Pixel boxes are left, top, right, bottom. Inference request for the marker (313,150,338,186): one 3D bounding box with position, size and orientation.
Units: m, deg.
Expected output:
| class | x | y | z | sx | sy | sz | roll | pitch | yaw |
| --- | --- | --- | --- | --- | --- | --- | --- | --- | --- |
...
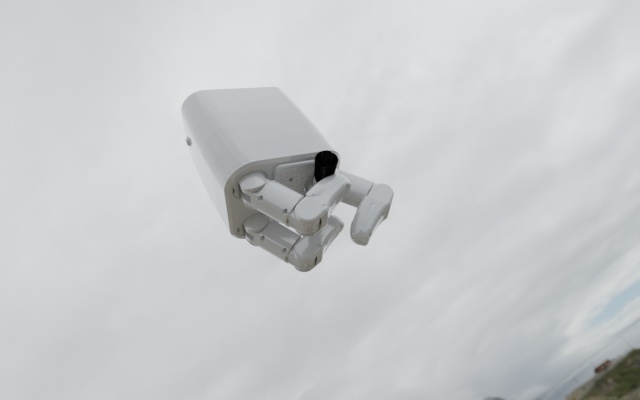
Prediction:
| class | x | y | z | sx | sy | sz | roll | pitch | yaw |
| --- | --- | --- | --- | --- | --- | --- | --- | --- | --- |
| marker | 0.000 | 0.001 | 0.418 | 0.020 | 0.020 | 0.121 | 0 | -39 | -6 |
